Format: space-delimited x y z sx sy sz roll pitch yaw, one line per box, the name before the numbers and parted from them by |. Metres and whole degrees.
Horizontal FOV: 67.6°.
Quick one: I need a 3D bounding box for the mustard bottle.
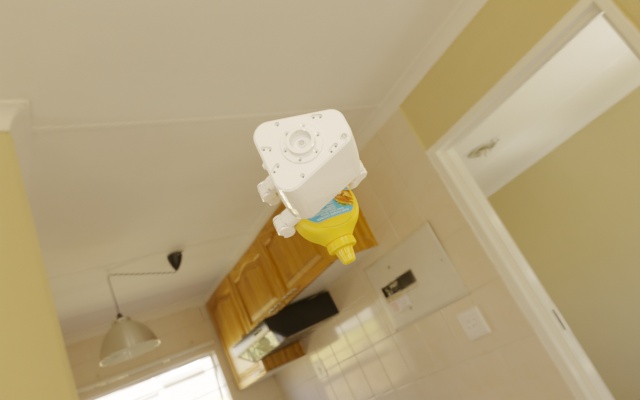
mustard bottle | 0.000 0.002 0.680 0.096 0.191 0.058 -19 -20 -22
